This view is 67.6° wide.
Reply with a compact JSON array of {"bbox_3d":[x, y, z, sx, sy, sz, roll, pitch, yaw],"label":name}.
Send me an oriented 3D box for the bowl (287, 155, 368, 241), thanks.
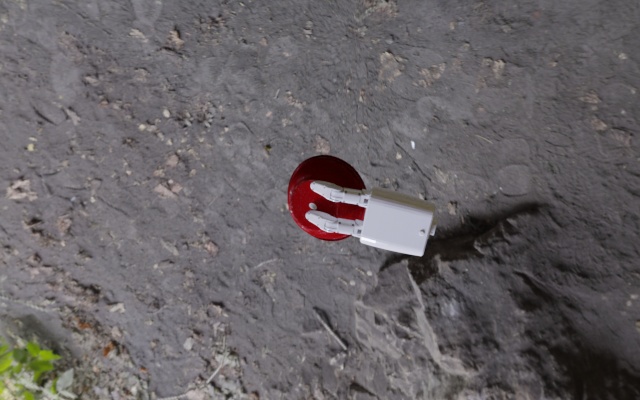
[{"bbox_3d":[-0.001,0.003,0.845,0.162,0.162,0.055,0,13,27],"label":"bowl"}]
